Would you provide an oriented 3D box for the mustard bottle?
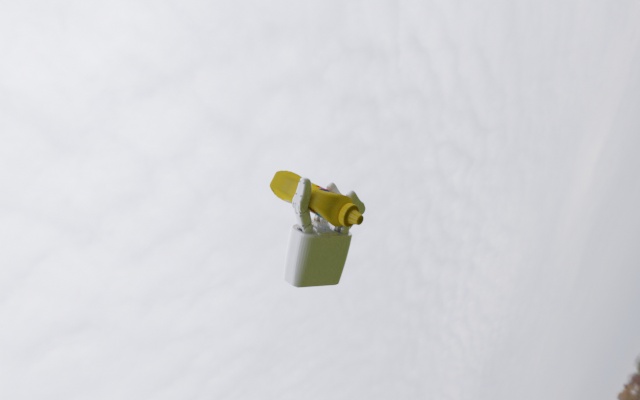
[{"bbox_3d":[0.000,0.002,0.865,0.191,0.058,0.096,26,-3,39],"label":"mustard bottle"}]
